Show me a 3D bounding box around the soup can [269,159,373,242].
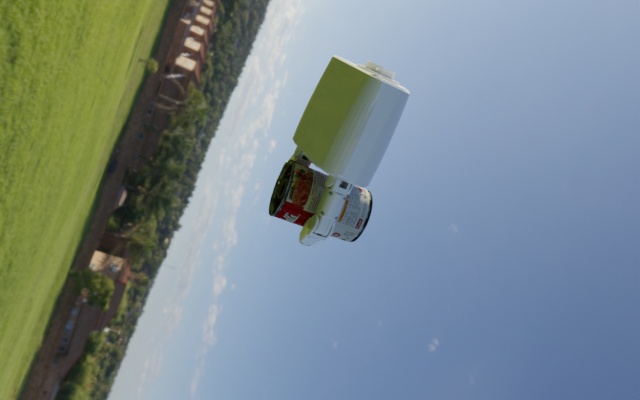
[{"bbox_3d":[0.000,0.002,0.551,0.102,0.068,0.068,20,-6,-17],"label":"soup can"}]
